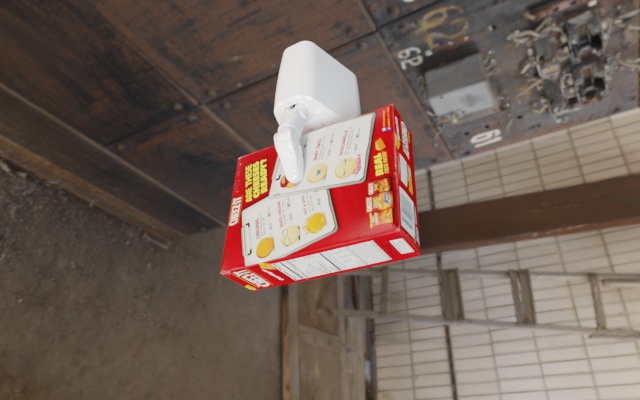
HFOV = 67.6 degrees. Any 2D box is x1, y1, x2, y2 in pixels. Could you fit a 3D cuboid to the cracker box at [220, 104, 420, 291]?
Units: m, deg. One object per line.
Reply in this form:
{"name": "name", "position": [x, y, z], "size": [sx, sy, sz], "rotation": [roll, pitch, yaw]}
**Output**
{"name": "cracker box", "position": [0.000, 0.002, 0.543], "size": [0.214, 0.164, 0.072], "rotation": [-16, -38, 26]}
